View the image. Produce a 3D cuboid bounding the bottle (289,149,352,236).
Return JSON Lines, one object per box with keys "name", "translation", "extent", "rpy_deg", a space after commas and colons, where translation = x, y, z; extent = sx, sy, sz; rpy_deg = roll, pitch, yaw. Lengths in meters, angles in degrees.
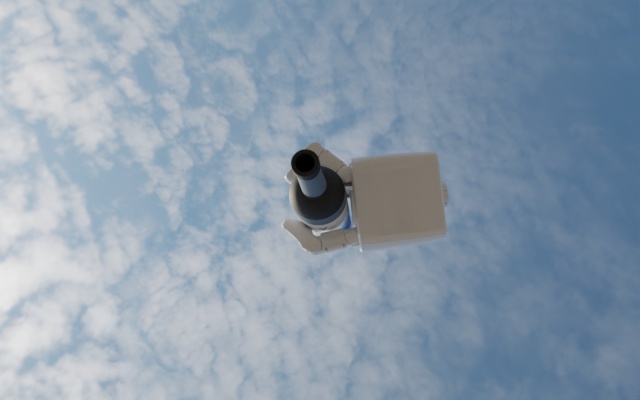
{"name": "bottle", "translation": [0.000, 0.002, 0.589], "extent": [0.069, 0.069, 0.296], "rpy_deg": [0, -15, 6]}
